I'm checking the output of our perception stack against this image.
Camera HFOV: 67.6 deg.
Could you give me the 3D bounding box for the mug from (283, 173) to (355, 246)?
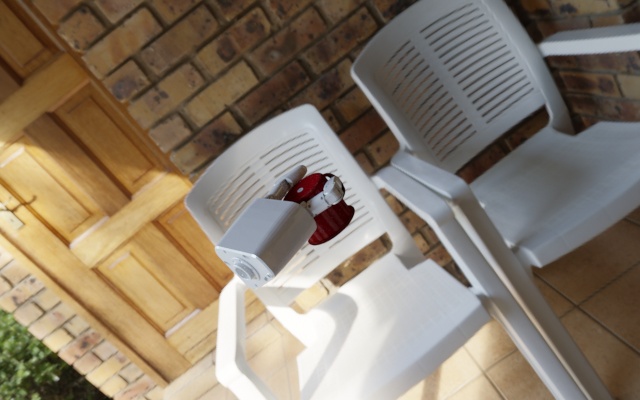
[{"bbox_3d":[0.001,0.001,0.761,0.093,0.081,0.117,-12,33,51],"label":"mug"}]
